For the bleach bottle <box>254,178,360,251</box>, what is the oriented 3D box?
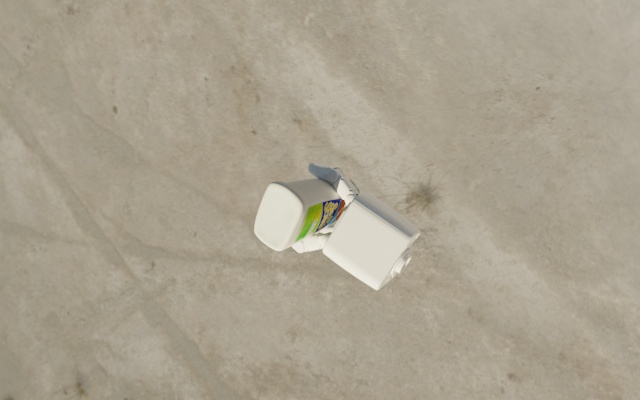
[{"bbox_3d":[0.000,0.003,0.779,0.068,0.103,0.251,34,26,21],"label":"bleach bottle"}]
